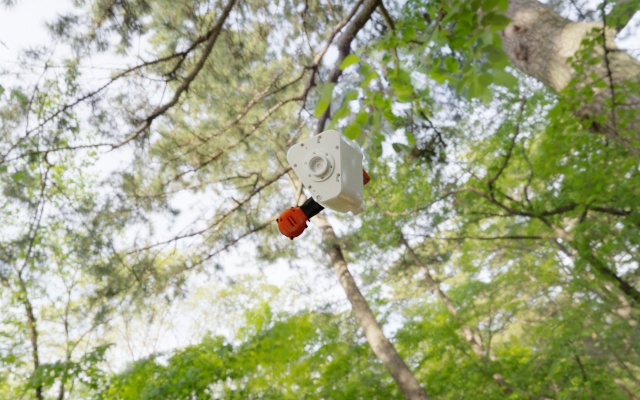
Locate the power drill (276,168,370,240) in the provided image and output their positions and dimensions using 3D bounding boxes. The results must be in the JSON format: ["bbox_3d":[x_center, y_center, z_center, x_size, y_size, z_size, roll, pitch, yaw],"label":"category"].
[{"bbox_3d":[0.000,0.003,0.894,0.187,0.057,0.184,-40,0,-6],"label":"power drill"}]
